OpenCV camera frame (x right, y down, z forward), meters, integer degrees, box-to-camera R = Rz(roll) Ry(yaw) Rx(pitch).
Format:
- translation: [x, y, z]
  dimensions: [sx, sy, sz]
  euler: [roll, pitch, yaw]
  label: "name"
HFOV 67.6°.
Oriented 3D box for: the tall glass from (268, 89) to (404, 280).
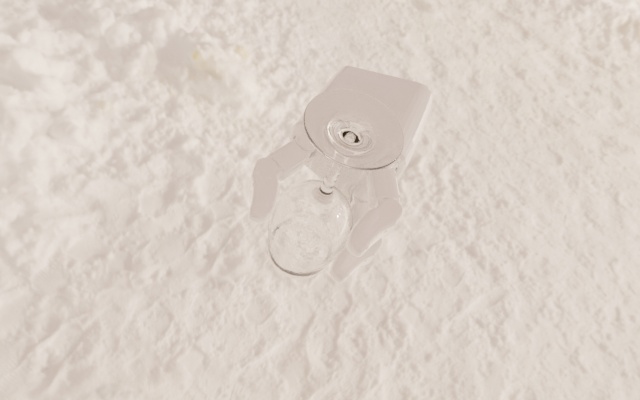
- translation: [0.000, 0.001, 0.415]
  dimensions: [0.079, 0.079, 0.201]
  euler: [0, -32, -17]
  label: "tall glass"
